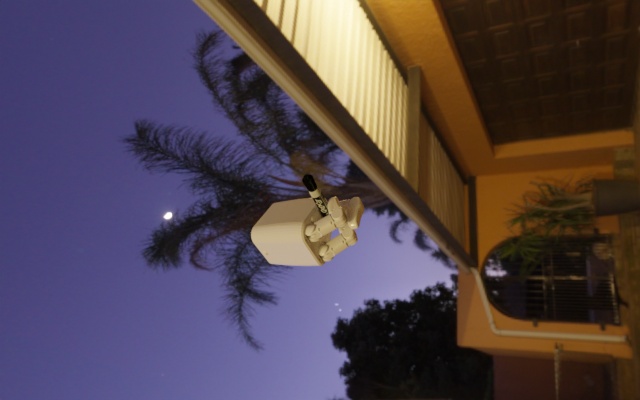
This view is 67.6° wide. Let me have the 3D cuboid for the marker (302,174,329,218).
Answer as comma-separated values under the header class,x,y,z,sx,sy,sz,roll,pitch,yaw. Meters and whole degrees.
class,x,y,z,sx,sy,sz,roll,pitch,yaw
marker,0.000,0.003,0.787,0.020,0.020,0.121,0,-42,31
